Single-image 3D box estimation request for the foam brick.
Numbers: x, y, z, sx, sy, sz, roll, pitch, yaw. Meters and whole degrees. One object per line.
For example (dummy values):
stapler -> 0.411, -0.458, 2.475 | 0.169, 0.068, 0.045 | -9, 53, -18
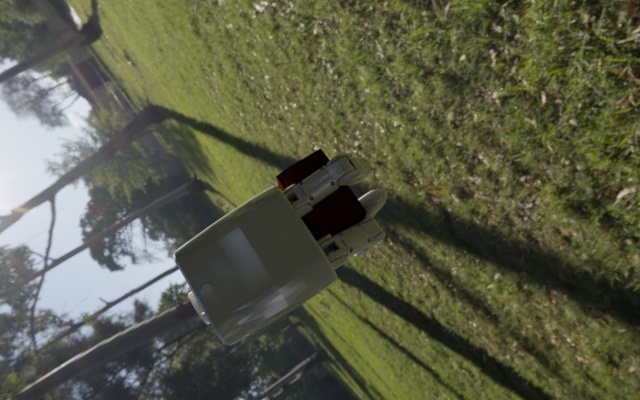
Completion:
foam brick -> 0.000, 0.001, 0.453 | 0.051, 0.078, 0.053 | -32, -16, -9
